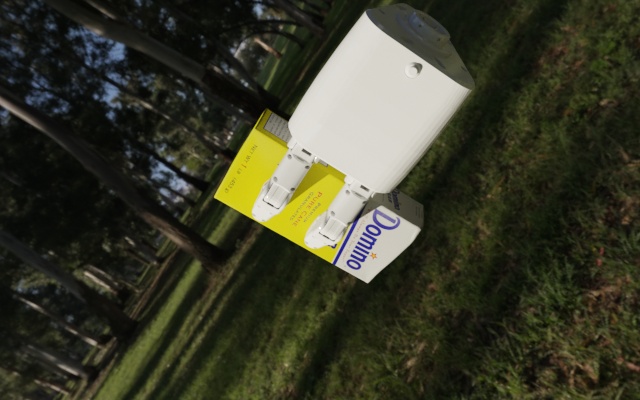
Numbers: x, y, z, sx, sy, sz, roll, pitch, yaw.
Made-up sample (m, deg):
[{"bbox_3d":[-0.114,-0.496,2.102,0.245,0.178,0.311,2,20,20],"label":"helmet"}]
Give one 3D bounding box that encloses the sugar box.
[{"bbox_3d":[0.000,0.002,0.450,0.176,0.093,0.048,31,36,-9],"label":"sugar box"}]
